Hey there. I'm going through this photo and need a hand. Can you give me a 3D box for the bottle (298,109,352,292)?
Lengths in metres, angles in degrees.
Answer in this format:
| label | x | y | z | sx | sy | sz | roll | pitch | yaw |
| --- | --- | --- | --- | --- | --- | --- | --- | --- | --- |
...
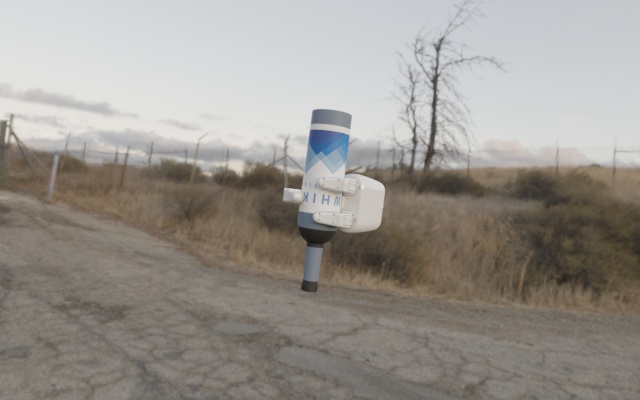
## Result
| label | x | y | z | sx | sy | sz | roll | pitch | yaw |
| --- | --- | --- | --- | --- | --- | --- | --- | --- | --- |
| bottle | 0.000 | 0.002 | 0.785 | 0.069 | 0.295 | 0.069 | 7 | 1 | 0 |
